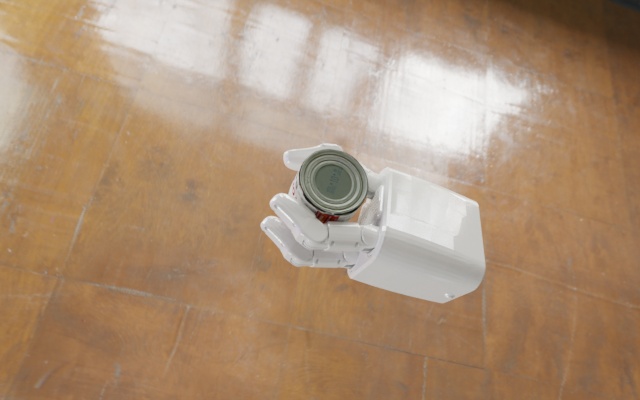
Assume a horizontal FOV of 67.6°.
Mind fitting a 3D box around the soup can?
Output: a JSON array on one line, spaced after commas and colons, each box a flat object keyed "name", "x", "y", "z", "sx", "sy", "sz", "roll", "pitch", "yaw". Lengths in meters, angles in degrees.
[{"name": "soup can", "x": 0.000, "y": 0.001, "z": 0.474, "sx": 0.068, "sy": 0.068, "sz": 0.102, "roll": 0, "pitch": -23, "yaw": -16}]
